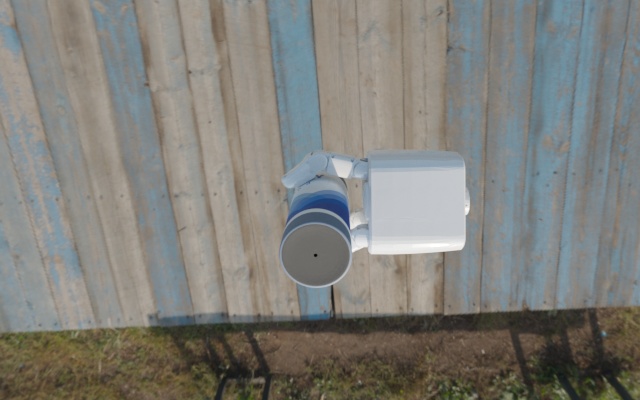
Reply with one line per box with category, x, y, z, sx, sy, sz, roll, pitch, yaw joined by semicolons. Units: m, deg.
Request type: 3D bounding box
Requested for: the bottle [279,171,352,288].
bottle;0.000;0.002;0.568;0.069;0.069;0.295;0;19;2
